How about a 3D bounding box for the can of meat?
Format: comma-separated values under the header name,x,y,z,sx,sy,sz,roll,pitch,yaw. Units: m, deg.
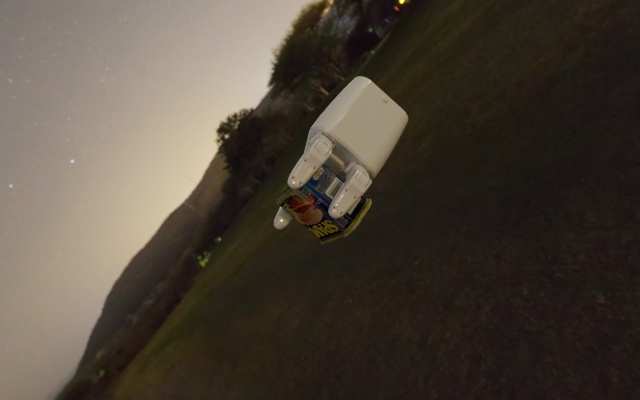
name,x,y,z,sx,sy,sz,roll,pitch,yaw
can of meat,0.000,0.002,0.583,0.084,0.057,0.102,40,-23,-9
